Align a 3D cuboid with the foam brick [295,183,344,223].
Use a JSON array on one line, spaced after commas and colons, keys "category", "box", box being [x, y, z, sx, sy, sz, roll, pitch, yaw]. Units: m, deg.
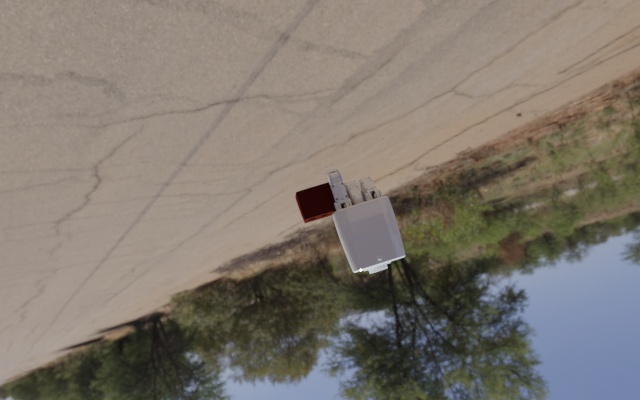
[{"category": "foam brick", "box": [0.000, 0.003, 0.832, 0.078, 0.051, 0.053, -17, -8, -5]}]
